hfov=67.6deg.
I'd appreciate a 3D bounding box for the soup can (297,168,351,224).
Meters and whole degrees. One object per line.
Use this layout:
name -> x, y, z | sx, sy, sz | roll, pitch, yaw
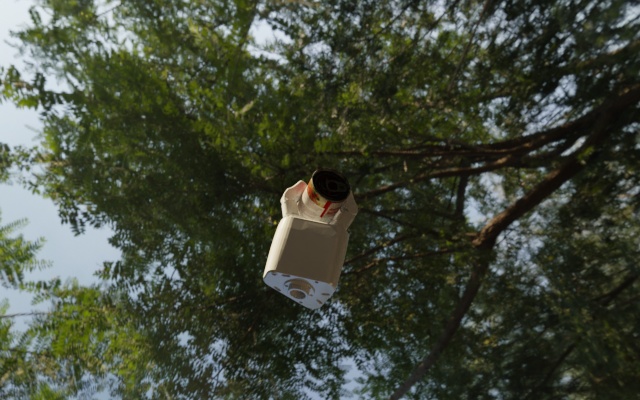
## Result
soup can -> 0.000, 0.002, 0.811 | 0.068, 0.068, 0.102 | 0, -35, -26
